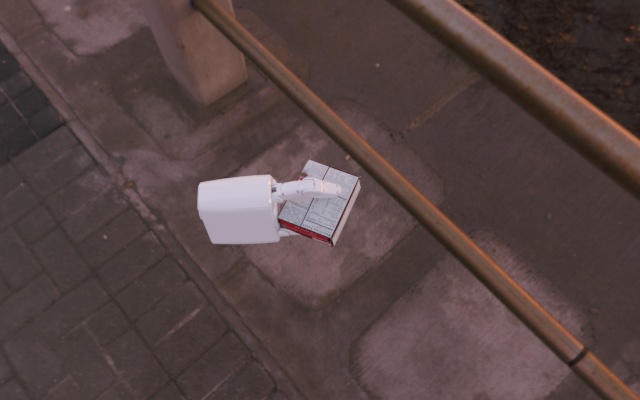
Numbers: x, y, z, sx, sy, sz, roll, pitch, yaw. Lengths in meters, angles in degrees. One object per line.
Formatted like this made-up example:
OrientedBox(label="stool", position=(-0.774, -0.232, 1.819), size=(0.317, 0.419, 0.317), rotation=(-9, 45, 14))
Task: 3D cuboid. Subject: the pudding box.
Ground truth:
OrientedBox(label="pudding box", position=(0.000, 0.002, 0.715), size=(0.090, 0.113, 0.039), rotation=(21, -19, 14))
